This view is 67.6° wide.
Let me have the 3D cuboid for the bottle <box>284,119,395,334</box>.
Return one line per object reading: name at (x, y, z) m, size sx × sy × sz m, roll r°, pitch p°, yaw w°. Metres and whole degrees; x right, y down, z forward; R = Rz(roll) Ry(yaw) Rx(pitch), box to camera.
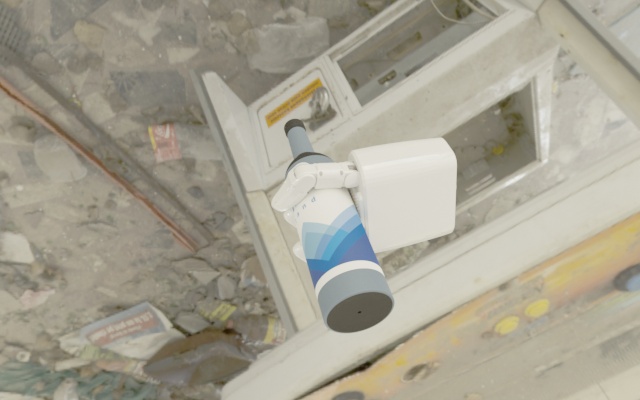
bottle at (0.000, 0.002, 0.530) m, size 0.069 × 0.069 × 0.295 m, roll 0°, pitch 42°, yaw -19°
